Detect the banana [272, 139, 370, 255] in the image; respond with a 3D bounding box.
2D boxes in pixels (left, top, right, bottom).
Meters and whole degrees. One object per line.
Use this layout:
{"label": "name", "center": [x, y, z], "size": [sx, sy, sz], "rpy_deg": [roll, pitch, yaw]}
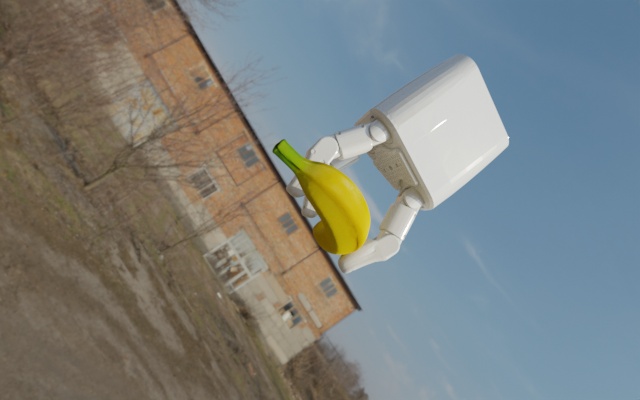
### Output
{"label": "banana", "center": [0.012, 0.013, 0.397], "size": [0.037, 0.069, 0.198], "rpy_deg": [-40, -21, -10]}
